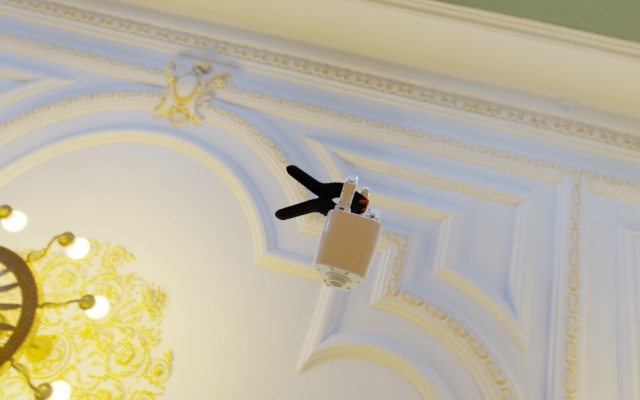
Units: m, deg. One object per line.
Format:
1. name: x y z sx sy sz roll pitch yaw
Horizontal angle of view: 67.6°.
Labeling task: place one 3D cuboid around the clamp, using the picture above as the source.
1. clamp: 0.000 0.003 0.882 0.171 0.120 0.039 16 -28 7
